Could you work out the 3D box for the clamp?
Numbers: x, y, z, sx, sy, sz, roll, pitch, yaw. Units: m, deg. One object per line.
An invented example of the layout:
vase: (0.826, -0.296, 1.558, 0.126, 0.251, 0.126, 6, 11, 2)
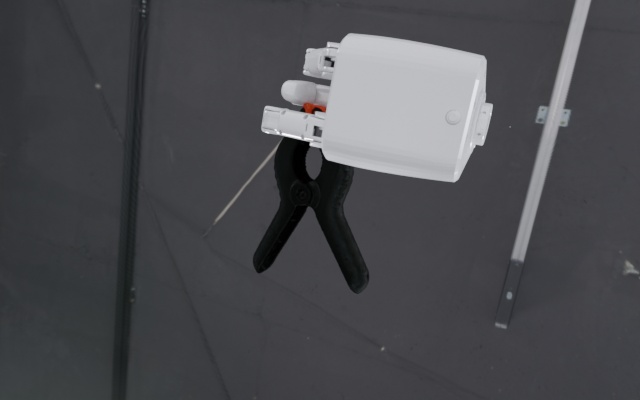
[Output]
clamp: (0.000, 0.001, 0.436, 0.120, 0.171, 0.039, 15, 13, 21)
